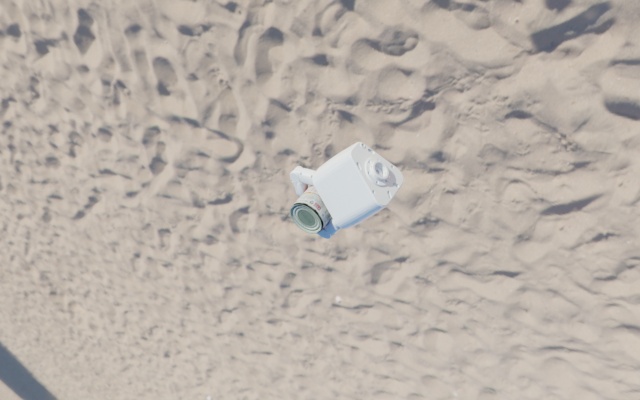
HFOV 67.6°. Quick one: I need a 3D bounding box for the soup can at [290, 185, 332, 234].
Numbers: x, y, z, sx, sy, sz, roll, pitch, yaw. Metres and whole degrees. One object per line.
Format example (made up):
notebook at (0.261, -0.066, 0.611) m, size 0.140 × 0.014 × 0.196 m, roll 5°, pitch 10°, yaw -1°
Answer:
soup can at (0.000, 0.003, 0.851) m, size 0.068 × 0.068 × 0.102 m, roll 0°, pitch 36°, yaw 39°
